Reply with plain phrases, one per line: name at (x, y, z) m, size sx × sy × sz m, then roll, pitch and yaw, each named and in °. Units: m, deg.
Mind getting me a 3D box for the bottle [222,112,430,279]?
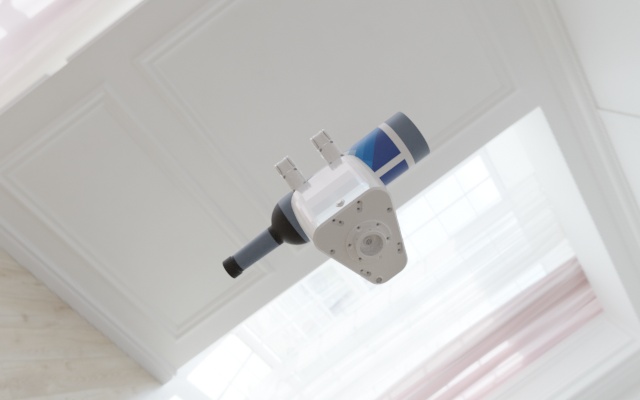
bottle at (0.000, 0.002, 0.608) m, size 0.296 × 0.069 × 0.069 m, roll -37°, pitch -1°, yaw 2°
